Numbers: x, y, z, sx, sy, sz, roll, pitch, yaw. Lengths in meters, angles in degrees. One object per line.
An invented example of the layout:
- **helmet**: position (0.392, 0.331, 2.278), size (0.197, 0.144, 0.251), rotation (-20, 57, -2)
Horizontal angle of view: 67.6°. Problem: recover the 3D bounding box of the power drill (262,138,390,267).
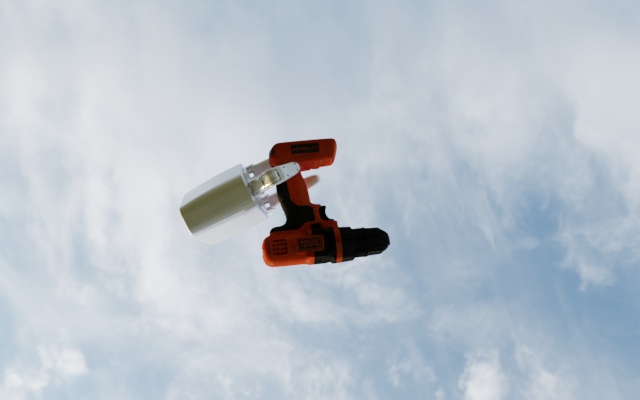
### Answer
- **power drill**: position (0.000, 0.002, 0.705), size (0.184, 0.187, 0.057), rotation (-5, -22, -9)
